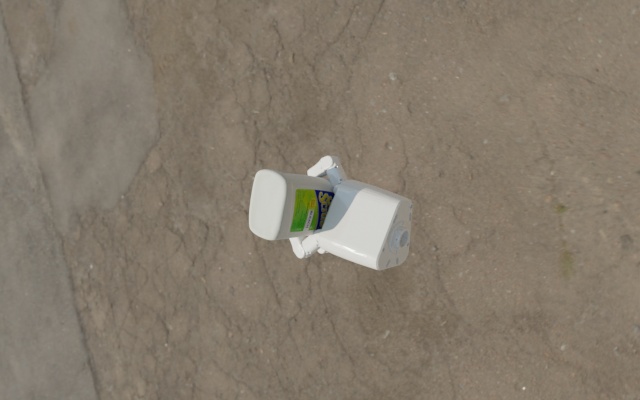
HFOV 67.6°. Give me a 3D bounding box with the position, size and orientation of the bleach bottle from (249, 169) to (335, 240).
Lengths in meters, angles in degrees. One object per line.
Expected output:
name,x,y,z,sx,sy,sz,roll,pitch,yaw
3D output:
bleach bottle,0.000,0.003,0.766,0.068,0.102,0.251,19,14,36
